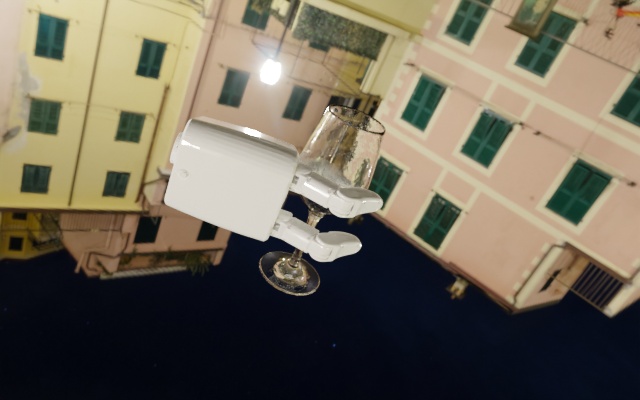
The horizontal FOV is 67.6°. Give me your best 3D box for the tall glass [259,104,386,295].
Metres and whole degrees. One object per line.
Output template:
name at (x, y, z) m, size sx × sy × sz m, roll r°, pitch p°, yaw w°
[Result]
tall glass at (0.000, 0.002, 0.510) m, size 0.079 × 0.201 × 0.079 m, roll 19°, pitch 26°, yaw -10°
